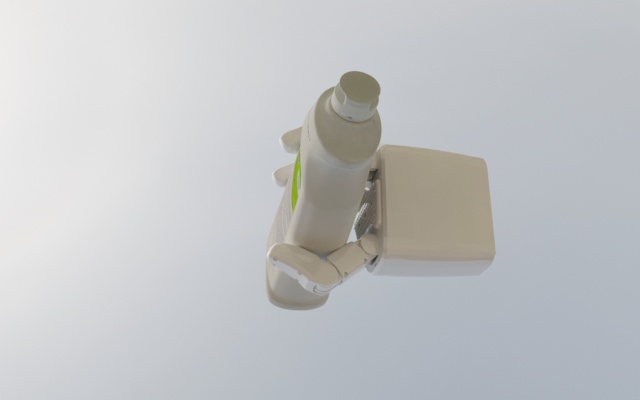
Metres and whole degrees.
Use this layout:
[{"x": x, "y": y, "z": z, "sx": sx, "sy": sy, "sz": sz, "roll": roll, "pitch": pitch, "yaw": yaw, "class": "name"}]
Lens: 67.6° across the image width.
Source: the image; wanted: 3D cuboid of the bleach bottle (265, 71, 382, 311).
[{"x": 0.000, "y": 0.001, "z": 0.406, "sx": 0.068, "sy": 0.102, "sz": 0.251, "roll": 4, "pitch": -34, "yaw": -12, "class": "bleach bottle"}]
